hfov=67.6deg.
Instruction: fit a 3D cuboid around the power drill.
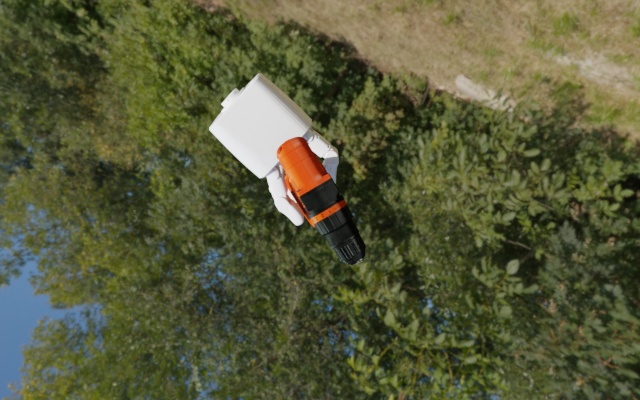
[{"bbox_3d":[0.000,0.002,0.690,0.057,0.184,0.187,-29,1,-5],"label":"power drill"}]
